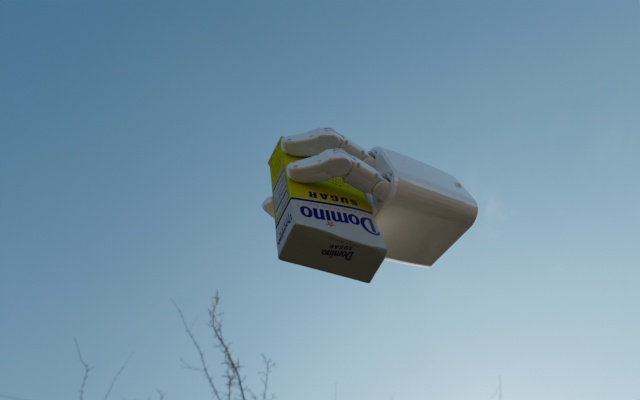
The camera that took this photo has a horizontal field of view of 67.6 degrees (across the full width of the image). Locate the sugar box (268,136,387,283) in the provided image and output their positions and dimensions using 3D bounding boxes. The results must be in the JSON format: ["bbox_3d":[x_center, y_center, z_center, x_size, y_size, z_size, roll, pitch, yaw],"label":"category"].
[{"bbox_3d":[0.000,0.001,0.480,0.093,0.048,0.176,18,25,-20],"label":"sugar box"}]
